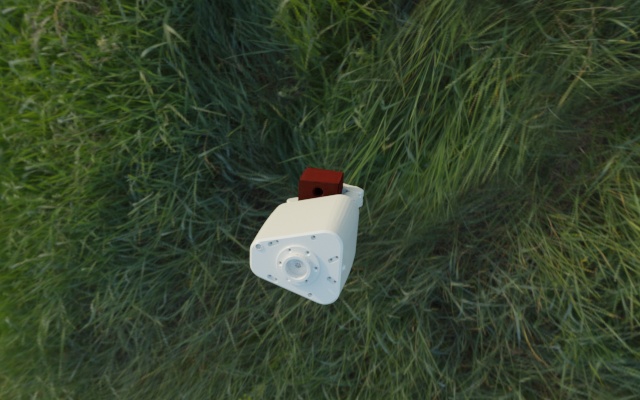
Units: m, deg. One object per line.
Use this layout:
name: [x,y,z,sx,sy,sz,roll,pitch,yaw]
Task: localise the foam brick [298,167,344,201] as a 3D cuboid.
foam brick: [0.000,0.002,0.634,0.053,0.078,0.051,7,21,9]
